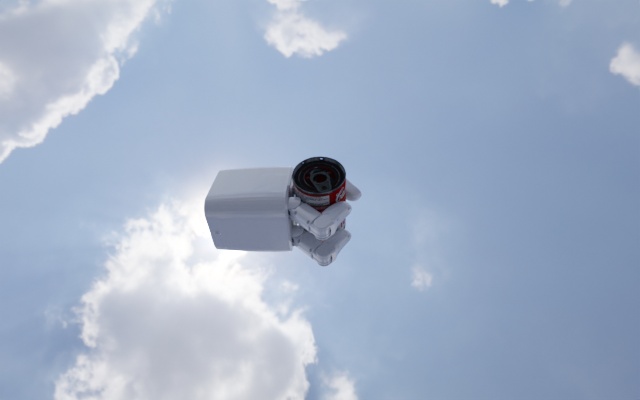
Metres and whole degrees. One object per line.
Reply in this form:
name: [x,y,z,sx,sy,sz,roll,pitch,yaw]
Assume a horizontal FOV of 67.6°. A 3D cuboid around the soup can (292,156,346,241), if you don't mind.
soup can: [0.001,0.002,0.634,0.068,0.068,0.102,0,-44,3]
